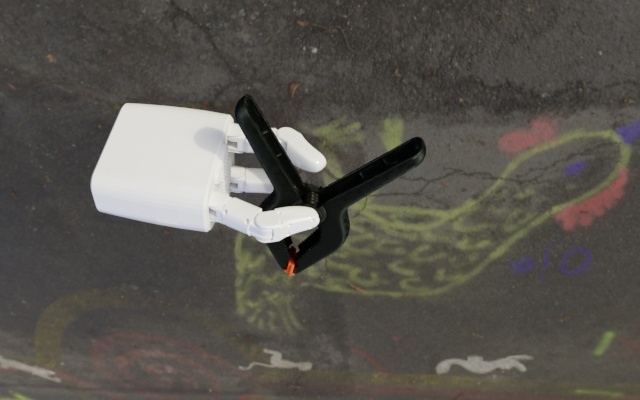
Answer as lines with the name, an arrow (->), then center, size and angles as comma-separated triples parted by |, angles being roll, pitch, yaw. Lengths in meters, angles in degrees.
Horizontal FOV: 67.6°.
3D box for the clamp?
clamp -> 0.000, 0.002, 0.461 | 0.164, 0.210, 0.036 | 9, 44, -1
